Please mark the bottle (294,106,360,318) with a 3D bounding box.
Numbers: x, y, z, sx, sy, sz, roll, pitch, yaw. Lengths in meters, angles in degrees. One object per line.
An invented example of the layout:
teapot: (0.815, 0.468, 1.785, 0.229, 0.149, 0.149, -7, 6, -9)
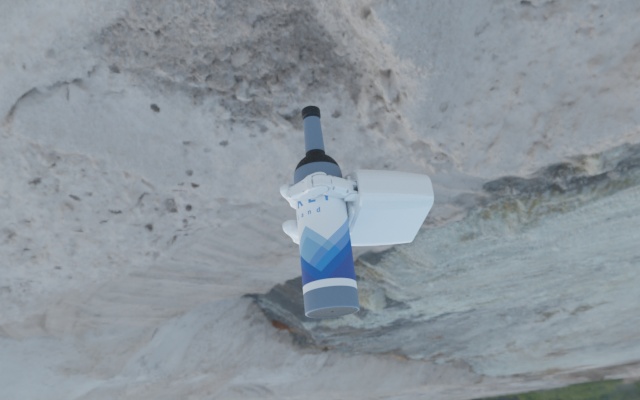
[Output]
bottle: (0.000, 0.002, 0.637, 0.069, 0.295, 0.069, -5, -24, -2)
